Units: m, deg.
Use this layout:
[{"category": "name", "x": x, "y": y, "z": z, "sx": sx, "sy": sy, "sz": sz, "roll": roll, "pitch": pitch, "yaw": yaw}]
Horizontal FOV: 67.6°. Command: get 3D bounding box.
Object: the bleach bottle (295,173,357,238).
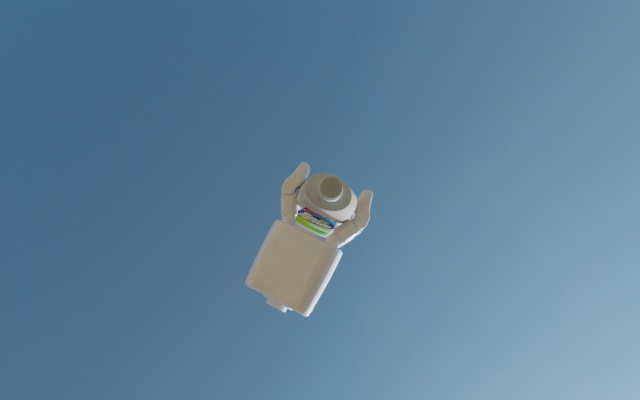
[{"category": "bleach bottle", "x": 0.000, "y": 0.002, "z": 0.734, "sx": 0.102, "sy": 0.068, "sz": 0.251, "roll": 28, "pitch": -11, "yaw": 2}]
